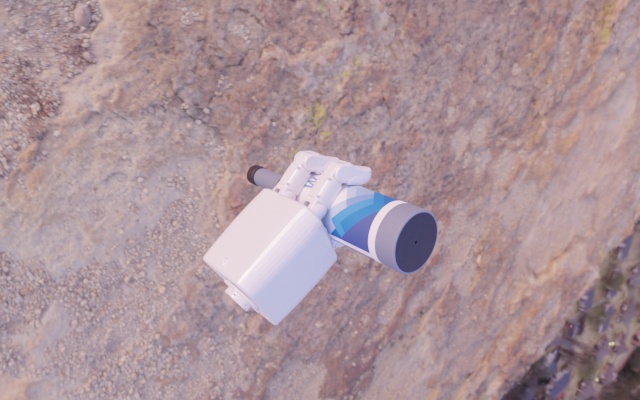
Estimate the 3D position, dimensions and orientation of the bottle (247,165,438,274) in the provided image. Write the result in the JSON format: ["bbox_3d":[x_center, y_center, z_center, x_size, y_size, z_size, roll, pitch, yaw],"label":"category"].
[{"bbox_3d":[0.000,0.002,0.569,0.069,0.069,0.295,0,15,-41],"label":"bottle"}]
